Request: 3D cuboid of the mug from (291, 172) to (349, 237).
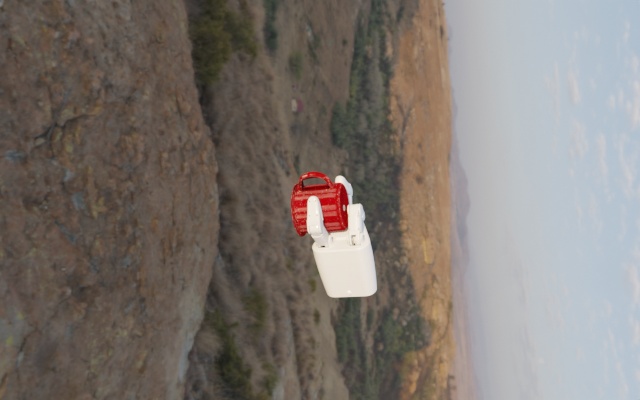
[{"bbox_3d":[0.000,0.001,0.810,0.081,0.117,0.093,-5,30,15],"label":"mug"}]
